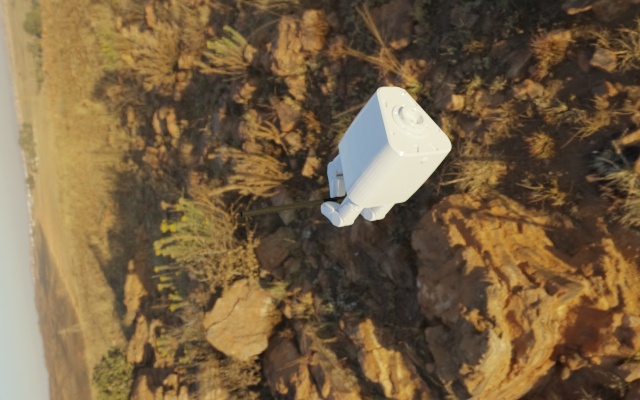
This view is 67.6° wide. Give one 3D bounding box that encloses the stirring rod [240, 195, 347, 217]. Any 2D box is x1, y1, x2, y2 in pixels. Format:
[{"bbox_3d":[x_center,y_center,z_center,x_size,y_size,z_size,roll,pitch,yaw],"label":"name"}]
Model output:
[{"bbox_3d":[0.000,0.002,0.673,0.239,0.011,0.011,-9,4,-31],"label":"stirring rod"}]
